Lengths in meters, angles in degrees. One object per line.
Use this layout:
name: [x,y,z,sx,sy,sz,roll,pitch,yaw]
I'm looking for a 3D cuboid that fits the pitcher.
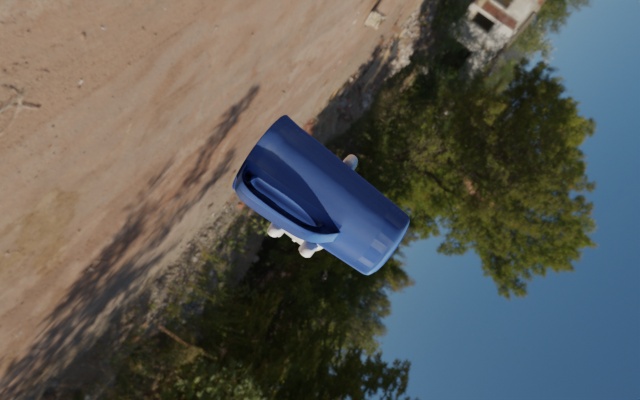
pitcher: [0.000,0.002,0.686,0.243,0.149,0.145,36,-13,1]
